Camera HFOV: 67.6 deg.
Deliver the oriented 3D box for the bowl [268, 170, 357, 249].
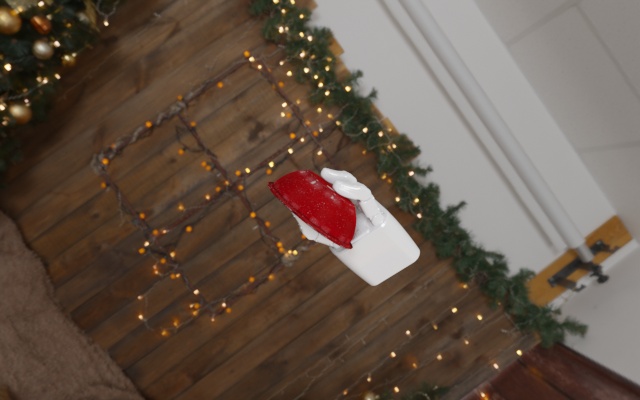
[{"bbox_3d":[0.000,0.001,0.719,0.162,0.055,0.162,37,7,-5],"label":"bowl"}]
